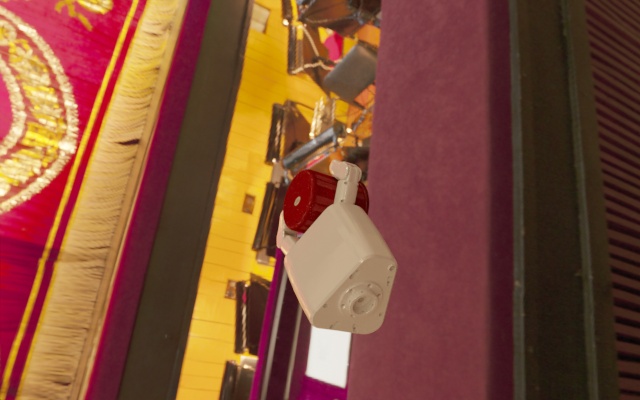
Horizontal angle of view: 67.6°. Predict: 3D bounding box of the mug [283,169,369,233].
[{"bbox_3d":[-0.001,0.001,0.635,0.081,0.093,0.117,16,21,-28],"label":"mug"}]
